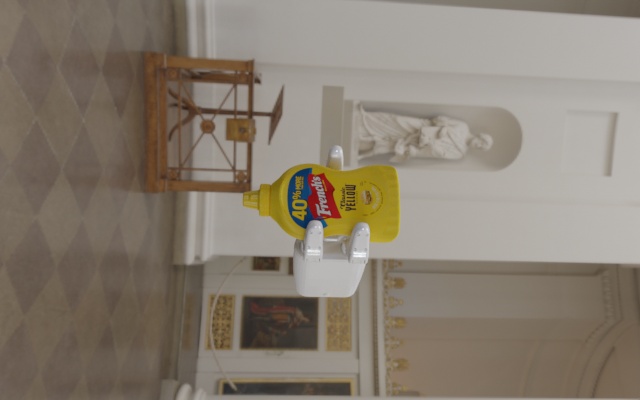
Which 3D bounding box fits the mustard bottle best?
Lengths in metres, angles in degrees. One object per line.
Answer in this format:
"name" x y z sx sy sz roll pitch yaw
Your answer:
"mustard bottle" 0.000 0.002 0.596 0.191 0.096 0.058 2 -15 -4
